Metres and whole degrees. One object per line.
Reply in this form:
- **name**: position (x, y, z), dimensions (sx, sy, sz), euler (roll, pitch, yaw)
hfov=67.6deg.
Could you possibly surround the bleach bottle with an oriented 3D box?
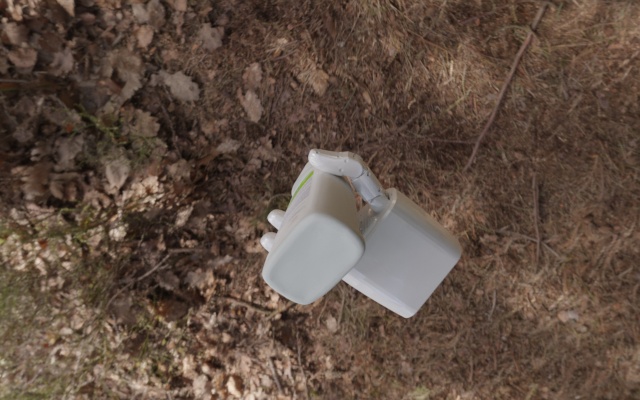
- **bleach bottle**: position (0.000, 0.002, 0.539), dimensions (0.068, 0.102, 0.250), euler (36, 24, -13)
